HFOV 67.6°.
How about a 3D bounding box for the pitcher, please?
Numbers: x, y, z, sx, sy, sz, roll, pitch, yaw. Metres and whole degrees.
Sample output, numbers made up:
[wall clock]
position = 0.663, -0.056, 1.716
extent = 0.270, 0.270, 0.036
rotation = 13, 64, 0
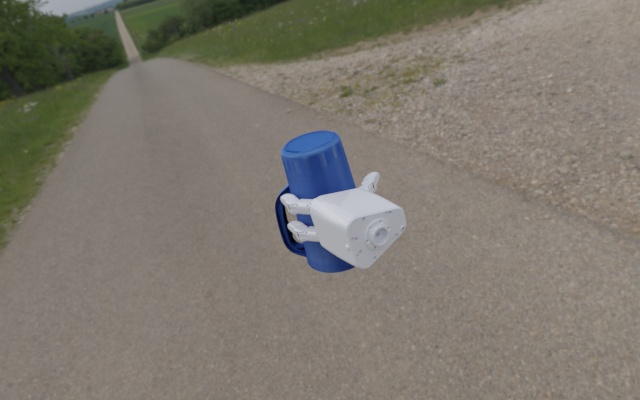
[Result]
[pitcher]
position = 0.000, 0.003, 0.880
extent = 0.149, 0.243, 0.145
rotation = -27, 28, -21
